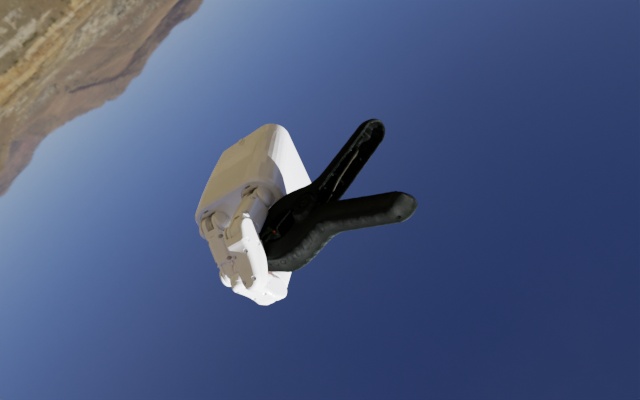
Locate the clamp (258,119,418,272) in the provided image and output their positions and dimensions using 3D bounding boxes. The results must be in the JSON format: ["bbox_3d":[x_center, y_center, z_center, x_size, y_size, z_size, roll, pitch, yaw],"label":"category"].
[{"bbox_3d":[0.000,0.002,0.410,0.171,0.120,0.039,-28,-57,25],"label":"clamp"}]
